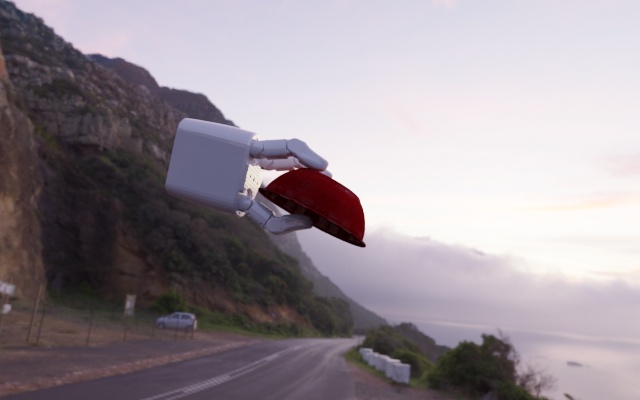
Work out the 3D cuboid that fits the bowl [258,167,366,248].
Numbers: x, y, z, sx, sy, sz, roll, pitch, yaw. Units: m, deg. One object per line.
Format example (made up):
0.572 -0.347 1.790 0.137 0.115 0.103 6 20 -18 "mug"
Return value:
0.001 0.002 0.635 0.162 0.055 0.162 28 -8 4 "bowl"
